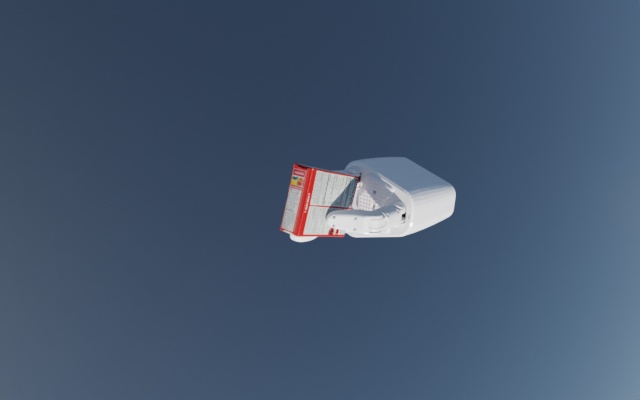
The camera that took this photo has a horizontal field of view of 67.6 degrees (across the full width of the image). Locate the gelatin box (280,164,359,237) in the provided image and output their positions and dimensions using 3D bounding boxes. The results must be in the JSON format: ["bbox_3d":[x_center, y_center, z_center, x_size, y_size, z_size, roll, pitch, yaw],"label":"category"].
[{"bbox_3d":[0.000,0.002,0.527,0.030,0.073,0.089,17,7,37],"label":"gelatin box"}]
